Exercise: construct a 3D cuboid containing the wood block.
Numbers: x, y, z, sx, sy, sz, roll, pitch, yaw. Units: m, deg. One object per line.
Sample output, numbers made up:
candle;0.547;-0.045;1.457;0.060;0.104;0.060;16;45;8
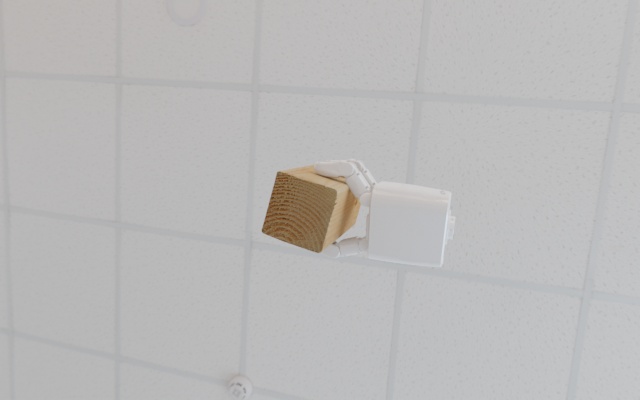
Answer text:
wood block;0.000;0.003;0.722;0.090;0.091;0.206;18;12;14
